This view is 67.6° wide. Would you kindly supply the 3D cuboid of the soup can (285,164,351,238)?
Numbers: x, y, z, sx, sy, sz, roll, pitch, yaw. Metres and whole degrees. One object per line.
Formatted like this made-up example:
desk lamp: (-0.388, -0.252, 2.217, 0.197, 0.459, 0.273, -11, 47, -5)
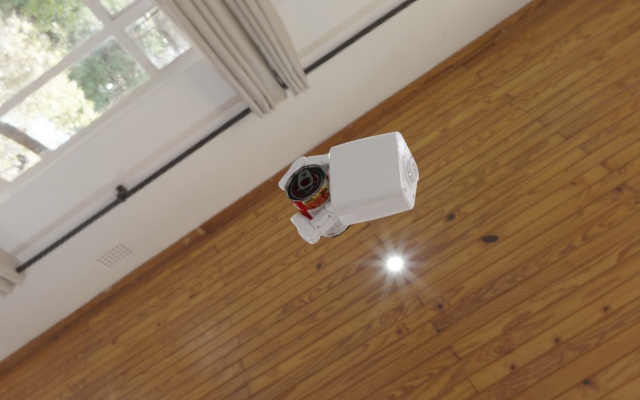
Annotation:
soup can: (0.000, 0.003, 0.726, 0.068, 0.068, 0.102, 0, -36, 34)
